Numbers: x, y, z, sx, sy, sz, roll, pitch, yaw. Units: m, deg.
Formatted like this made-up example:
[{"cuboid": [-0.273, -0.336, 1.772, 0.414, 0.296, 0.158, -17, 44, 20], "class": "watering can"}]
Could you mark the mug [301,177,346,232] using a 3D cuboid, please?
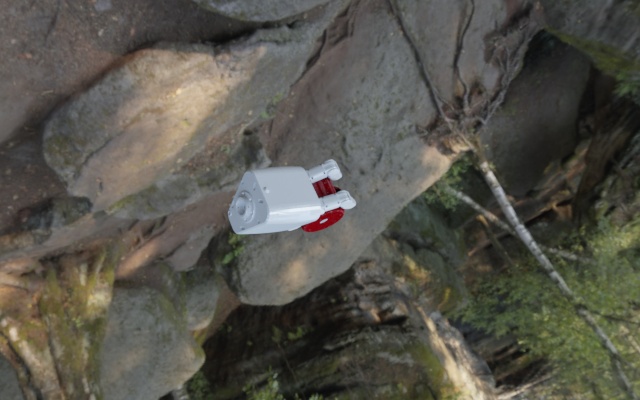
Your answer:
[{"cuboid": [0.001, 0.003, 0.855, 0.117, 0.081, 0.093, -5, -28, -42], "class": "mug"}]
